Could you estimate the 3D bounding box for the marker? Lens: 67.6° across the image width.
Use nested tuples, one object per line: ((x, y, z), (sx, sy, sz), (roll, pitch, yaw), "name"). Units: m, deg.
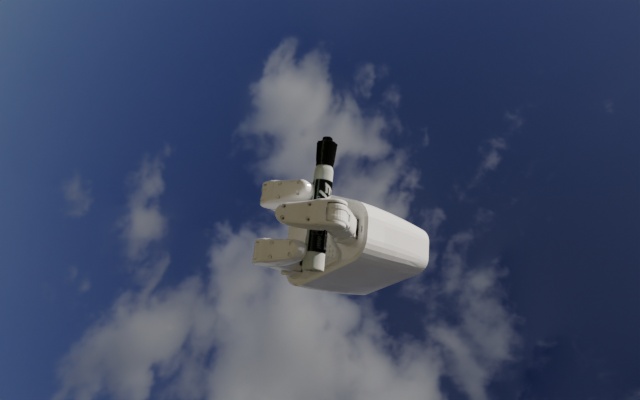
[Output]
((0.000, 0.001, 0.417), (0.020, 0.121, 0.020), (6, -15, 2), "marker")
